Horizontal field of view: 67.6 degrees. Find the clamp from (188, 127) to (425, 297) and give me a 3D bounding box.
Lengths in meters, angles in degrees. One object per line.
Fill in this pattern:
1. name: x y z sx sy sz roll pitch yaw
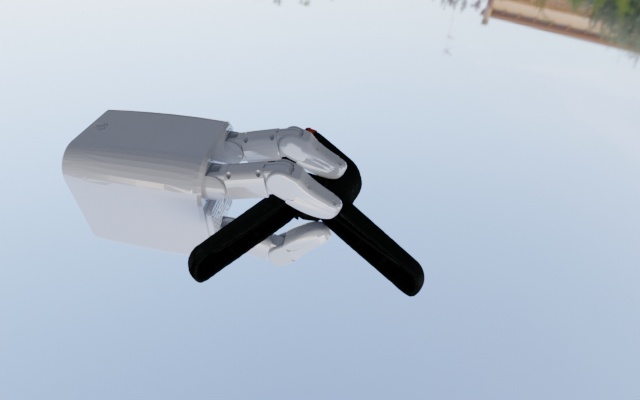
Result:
1. clamp: 0.000 0.002 0.403 0.164 0.036 0.209 9 36 1
